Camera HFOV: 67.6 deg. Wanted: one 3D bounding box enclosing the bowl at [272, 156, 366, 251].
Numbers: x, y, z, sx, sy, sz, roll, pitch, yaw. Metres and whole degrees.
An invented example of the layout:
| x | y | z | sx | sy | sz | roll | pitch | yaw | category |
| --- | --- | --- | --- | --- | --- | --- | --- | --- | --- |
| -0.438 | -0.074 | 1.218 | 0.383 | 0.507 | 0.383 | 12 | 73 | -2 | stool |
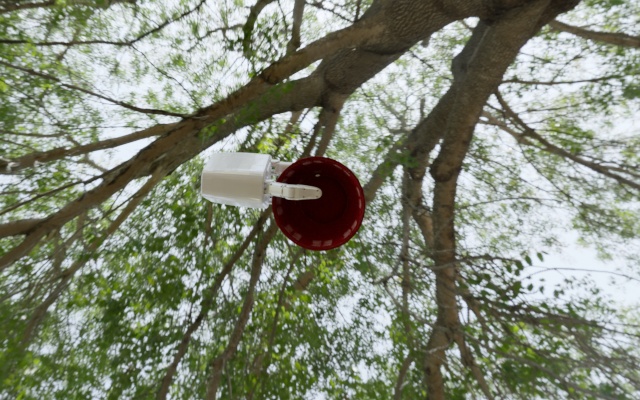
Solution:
| x | y | z | sx | sy | sz | roll | pitch | yaw | category |
| --- | --- | --- | --- | --- | --- | --- | --- | --- | --- |
| 0.001 | 0.003 | 0.826 | 0.162 | 0.162 | 0.055 | 0 | 9 | 12 | bowl |
